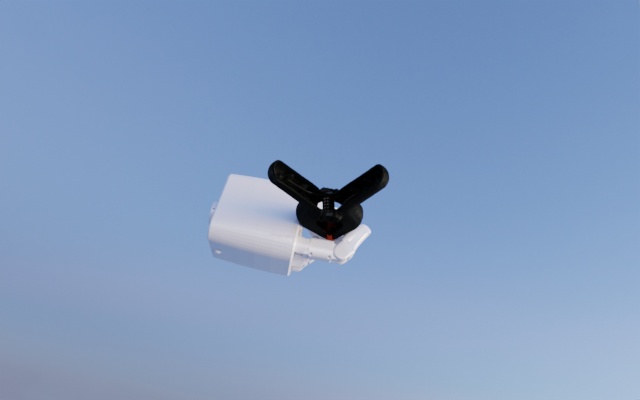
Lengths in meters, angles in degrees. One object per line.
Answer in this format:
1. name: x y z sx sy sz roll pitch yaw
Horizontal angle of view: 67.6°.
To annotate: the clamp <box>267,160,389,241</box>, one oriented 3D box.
1. clamp: 0.000 0.001 0.536 0.120 0.039 0.171 12 -28 -2
